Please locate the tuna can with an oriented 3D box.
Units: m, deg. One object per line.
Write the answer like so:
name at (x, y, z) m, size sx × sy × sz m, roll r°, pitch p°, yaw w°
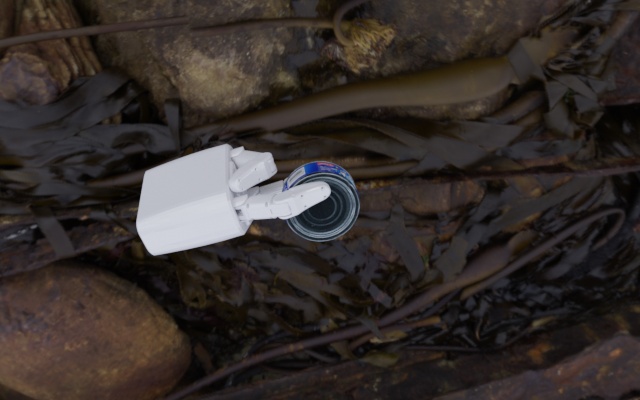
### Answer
tuna can at (0.000, 0.002, 0.529) m, size 0.086 × 0.086 × 0.033 m, roll 0°, pitch 25°, yaw -7°
